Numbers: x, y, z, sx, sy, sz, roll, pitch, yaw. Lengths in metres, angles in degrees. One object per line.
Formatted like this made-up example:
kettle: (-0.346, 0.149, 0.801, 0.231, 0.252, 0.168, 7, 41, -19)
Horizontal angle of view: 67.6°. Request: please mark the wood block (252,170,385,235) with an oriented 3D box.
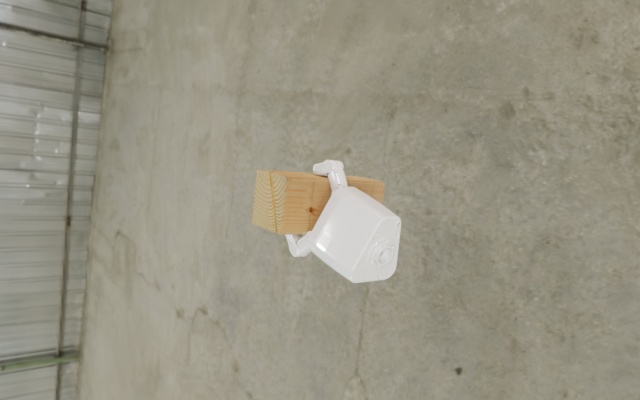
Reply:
wood block: (0.000, 0.002, 0.801, 0.206, 0.091, 0.090, 2, 9, -38)
